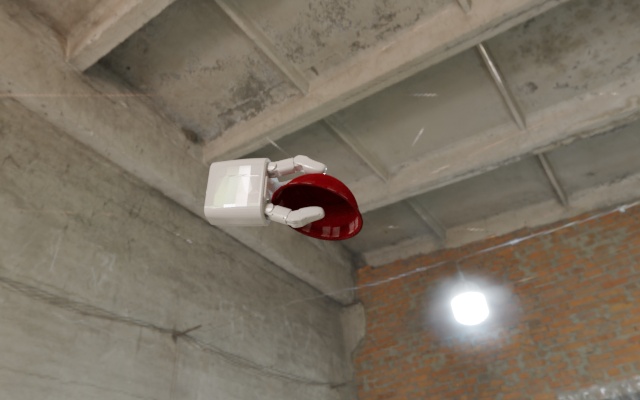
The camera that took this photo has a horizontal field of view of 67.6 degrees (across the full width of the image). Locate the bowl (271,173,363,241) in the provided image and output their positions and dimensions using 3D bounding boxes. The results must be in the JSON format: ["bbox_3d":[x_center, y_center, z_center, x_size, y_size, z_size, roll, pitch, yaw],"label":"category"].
[{"bbox_3d":[0.002,0.003,0.824,0.162,0.055,0.162,13,-35,9],"label":"bowl"}]
